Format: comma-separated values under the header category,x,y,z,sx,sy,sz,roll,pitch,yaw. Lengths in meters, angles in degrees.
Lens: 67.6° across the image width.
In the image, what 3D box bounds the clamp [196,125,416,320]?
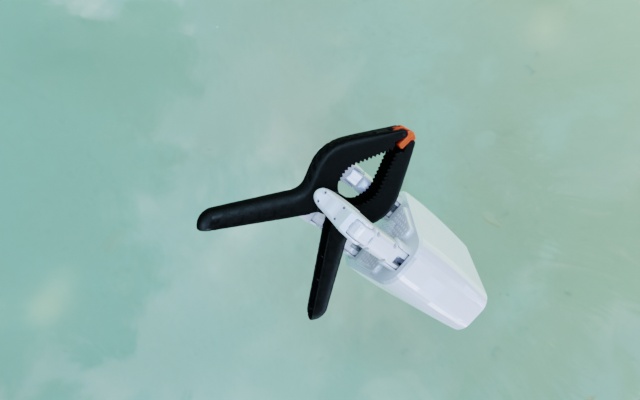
category,x,y,z,sx,sy,sz,roll,pitch,yaw
clamp,0.001,0.001,0.451,0.164,0.210,0.036,36,9,-24
